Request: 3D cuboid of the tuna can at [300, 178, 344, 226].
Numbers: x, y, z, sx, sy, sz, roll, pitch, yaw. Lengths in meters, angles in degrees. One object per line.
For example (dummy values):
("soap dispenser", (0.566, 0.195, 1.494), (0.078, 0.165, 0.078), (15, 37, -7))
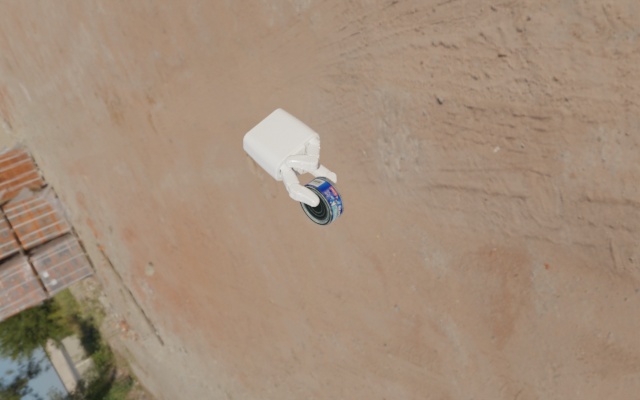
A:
("tuna can", (0.000, 0.003, 0.883), (0.033, 0.086, 0.086), (-35, 21, -35))
